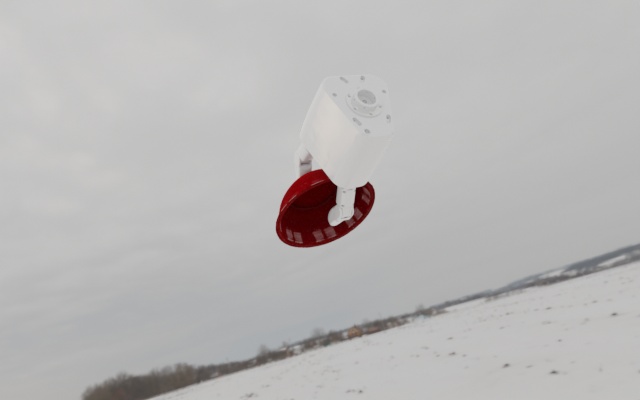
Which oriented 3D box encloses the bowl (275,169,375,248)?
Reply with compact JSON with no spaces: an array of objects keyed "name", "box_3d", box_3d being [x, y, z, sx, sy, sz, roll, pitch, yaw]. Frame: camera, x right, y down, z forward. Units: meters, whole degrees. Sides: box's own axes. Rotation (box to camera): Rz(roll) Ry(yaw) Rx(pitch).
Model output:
[{"name":"bowl","box_3d":[-0.001,0.003,0.734,0.162,0.055,0.162,-17,-37,-14]}]
